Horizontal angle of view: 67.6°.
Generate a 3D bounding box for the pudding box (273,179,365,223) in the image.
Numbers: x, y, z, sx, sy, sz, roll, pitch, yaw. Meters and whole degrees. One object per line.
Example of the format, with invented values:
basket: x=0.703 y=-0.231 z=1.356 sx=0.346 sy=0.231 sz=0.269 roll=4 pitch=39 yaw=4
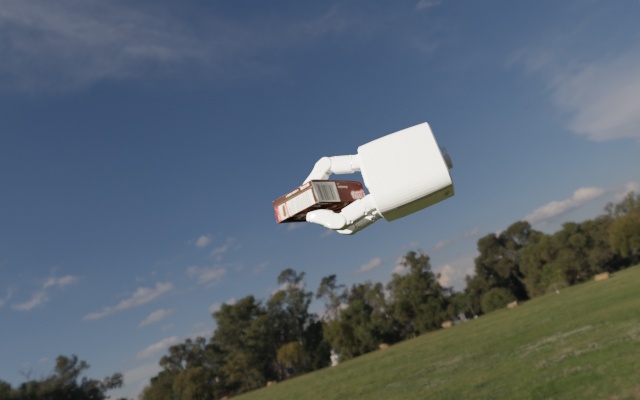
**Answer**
pudding box: x=0.000 y=0.002 z=0.711 sx=0.113 sy=0.039 sz=0.090 roll=2 pitch=-23 yaw=-46
